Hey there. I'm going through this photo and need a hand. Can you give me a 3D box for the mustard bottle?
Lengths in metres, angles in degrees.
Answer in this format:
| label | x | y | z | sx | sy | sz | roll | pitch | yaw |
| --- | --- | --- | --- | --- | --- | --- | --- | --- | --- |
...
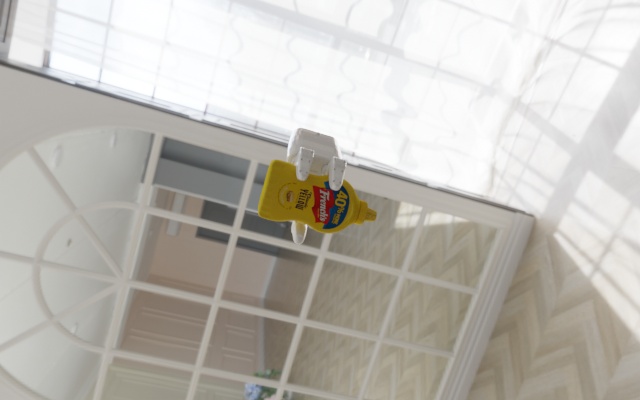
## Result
| label | x | y | z | sx | sy | sz | roll | pitch | yaw |
| --- | --- | --- | --- | --- | --- | --- | --- | --- | --- |
| mustard bottle | 0.000 | 0.003 | 0.781 | 0.191 | 0.096 | 0.058 | 15 | 7 | -10 |
